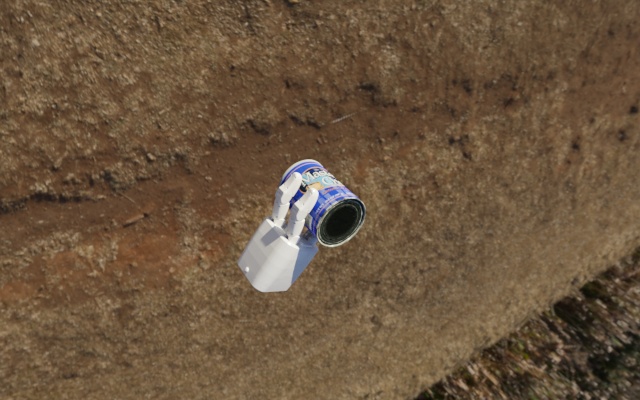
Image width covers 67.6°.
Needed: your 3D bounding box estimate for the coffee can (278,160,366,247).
[{"bbox_3d":[0.000,0.003,0.869,0.103,0.103,0.140,0,31,-38],"label":"coffee can"}]
